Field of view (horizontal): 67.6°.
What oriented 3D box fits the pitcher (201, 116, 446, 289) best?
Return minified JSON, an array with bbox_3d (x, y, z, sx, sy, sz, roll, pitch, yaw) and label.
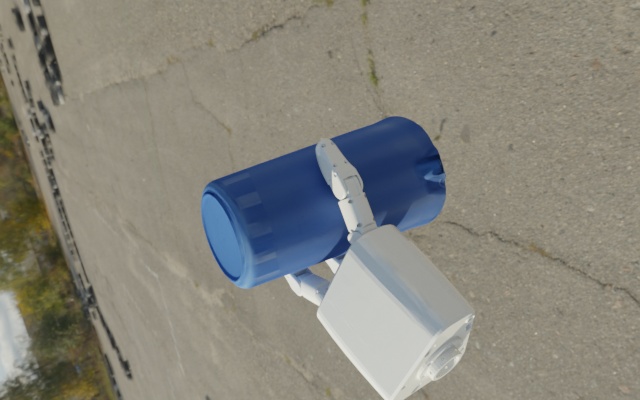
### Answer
[{"bbox_3d":[0.000,0.002,0.515,0.243,0.149,0.145,-19,50,-30],"label":"pitcher"}]
